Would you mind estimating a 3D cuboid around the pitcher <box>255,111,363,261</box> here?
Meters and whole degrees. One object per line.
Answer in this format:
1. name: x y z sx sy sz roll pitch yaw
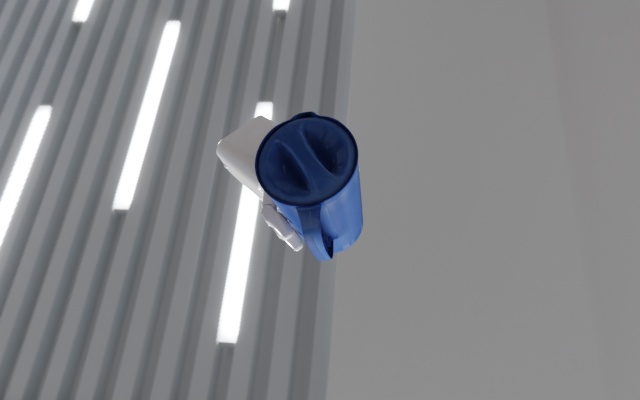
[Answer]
1. pitcher: 0.000 0.002 0.700 0.145 0.149 0.243 35 -14 23
